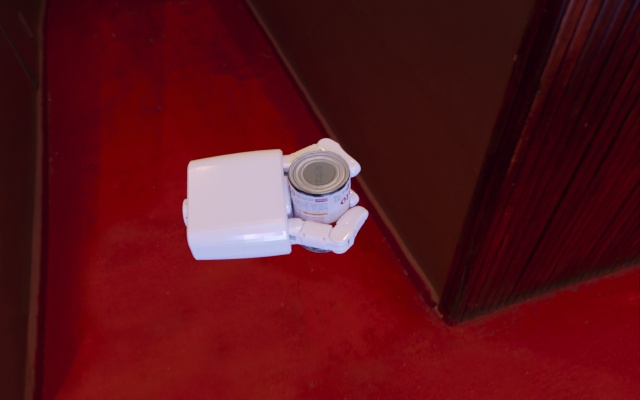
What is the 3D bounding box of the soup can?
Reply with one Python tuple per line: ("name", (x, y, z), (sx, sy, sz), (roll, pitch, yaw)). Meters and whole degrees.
("soup can", (0.001, 0.002, 0.538), (0.068, 0.068, 0.102), (0, -41, 3))
